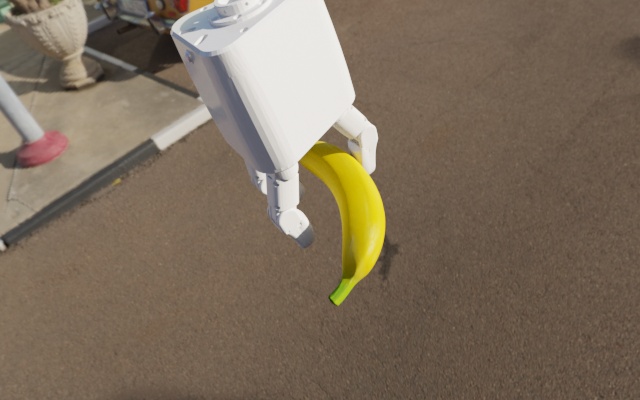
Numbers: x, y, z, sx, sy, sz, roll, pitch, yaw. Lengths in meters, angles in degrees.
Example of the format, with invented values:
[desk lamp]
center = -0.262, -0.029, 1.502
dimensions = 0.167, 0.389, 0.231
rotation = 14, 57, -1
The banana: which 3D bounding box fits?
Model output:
[banana]
center = 0.018, -0.003, 0.438
dimensions = 0.069, 0.197, 0.037
rotation = -23, -45, 9
